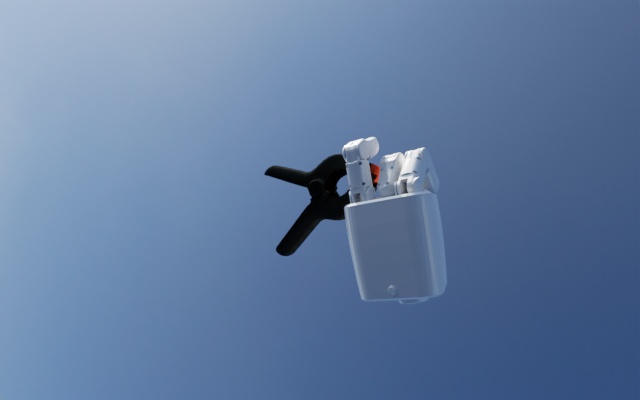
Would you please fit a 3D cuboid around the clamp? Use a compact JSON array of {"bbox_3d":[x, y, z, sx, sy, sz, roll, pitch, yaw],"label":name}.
[{"bbox_3d":[0.001,0.002,0.581,0.171,0.120,0.039,-12,-8,37],"label":"clamp"}]
